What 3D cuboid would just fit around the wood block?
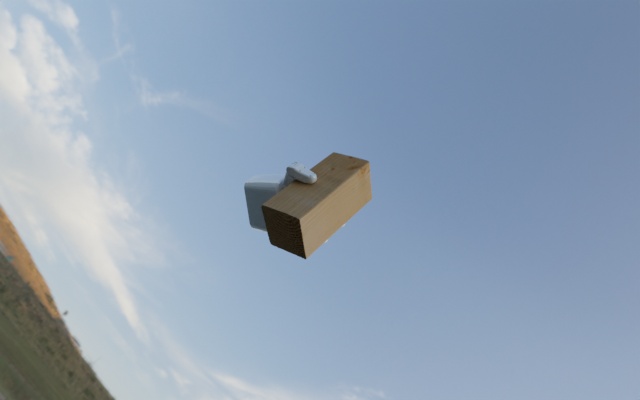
[{"bbox_3d":[0.000,0.002,0.878,0.090,0.091,0.206,19,43,34],"label":"wood block"}]
